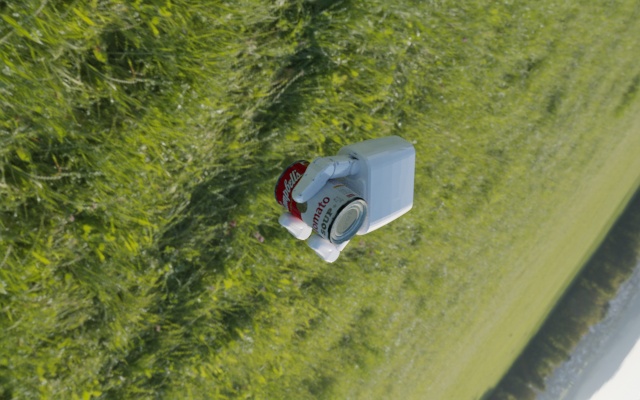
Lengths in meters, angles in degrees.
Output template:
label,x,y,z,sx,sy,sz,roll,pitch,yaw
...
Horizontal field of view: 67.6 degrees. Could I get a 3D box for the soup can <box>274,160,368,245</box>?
label,x,y,z,sx,sy,sz,roll,pitch,yaw
soup can,0.000,0.002,0.596,0.102,0.068,0.068,36,21,33
